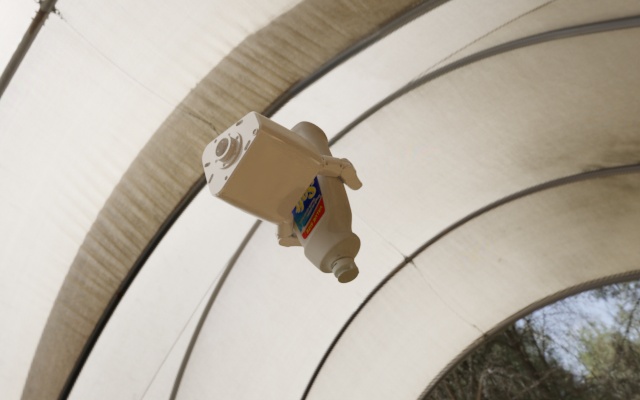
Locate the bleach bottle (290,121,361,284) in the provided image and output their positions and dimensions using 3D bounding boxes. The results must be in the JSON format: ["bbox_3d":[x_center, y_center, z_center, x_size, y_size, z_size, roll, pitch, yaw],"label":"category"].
[{"bbox_3d":[0.000,0.002,0.666,0.102,0.250,0.068,-43,-44,20],"label":"bleach bottle"}]
